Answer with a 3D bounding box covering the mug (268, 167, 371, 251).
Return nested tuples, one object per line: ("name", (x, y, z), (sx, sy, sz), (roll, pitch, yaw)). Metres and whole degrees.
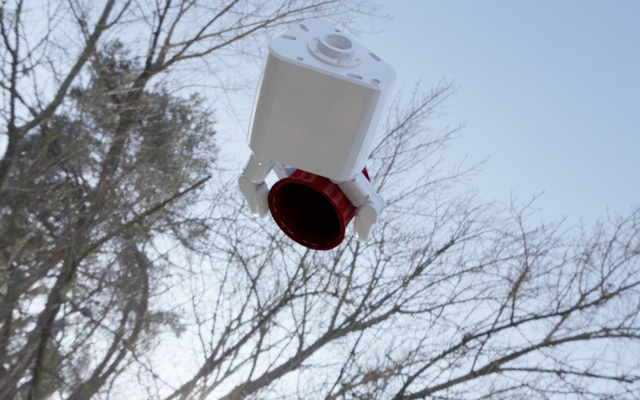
("mug", (0.000, 0.003, 0.530), (0.093, 0.117, 0.081), (32, 47, 10))
